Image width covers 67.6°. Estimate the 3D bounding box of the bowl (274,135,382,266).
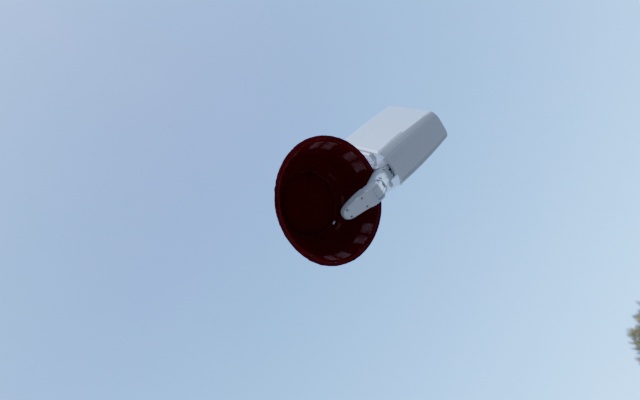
[{"bbox_3d":[-0.001,0.003,0.604,0.162,0.162,0.055,0,-6,-35],"label":"bowl"}]
